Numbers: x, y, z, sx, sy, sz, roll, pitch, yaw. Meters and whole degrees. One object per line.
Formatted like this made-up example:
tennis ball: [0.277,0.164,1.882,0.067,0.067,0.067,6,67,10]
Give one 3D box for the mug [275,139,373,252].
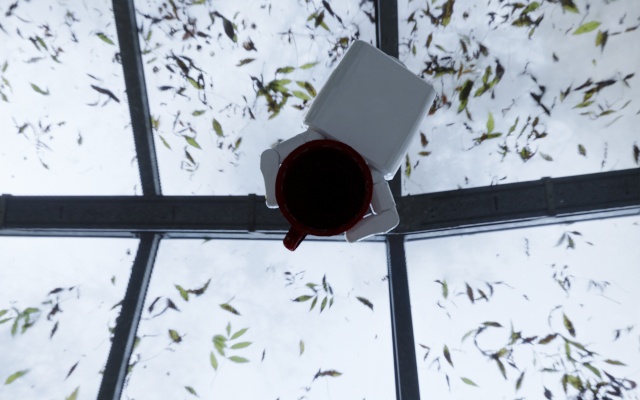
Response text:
mug: [-0.001,0.003,0.488,0.093,0.117,0.081,31,-2,7]
